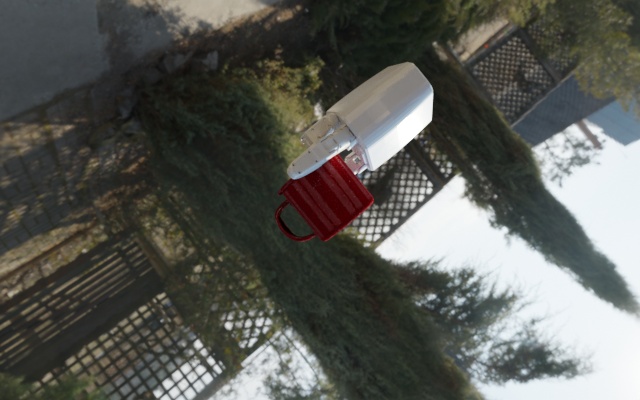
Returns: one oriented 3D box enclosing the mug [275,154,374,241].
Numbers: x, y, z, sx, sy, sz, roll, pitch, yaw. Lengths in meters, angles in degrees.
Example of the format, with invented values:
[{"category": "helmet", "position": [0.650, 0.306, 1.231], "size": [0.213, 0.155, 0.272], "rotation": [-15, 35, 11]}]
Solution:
[{"category": "mug", "position": [-0.001, 0.003, 0.573], "size": [0.117, 0.081, 0.093], "rotation": [-39, -2, -1]}]
